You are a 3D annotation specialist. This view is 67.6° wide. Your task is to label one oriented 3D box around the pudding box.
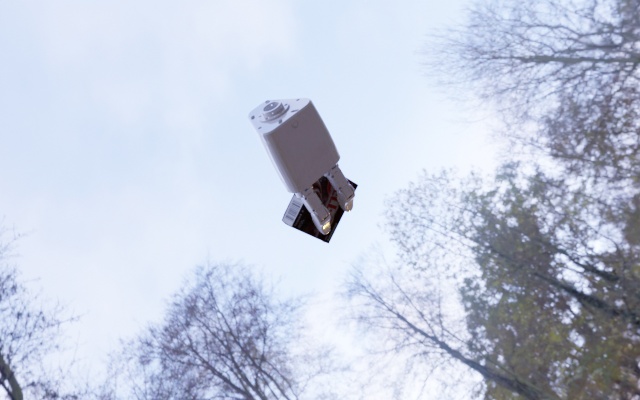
[{"bbox_3d":[0.000,0.002,0.771,0.090,0.113,0.039,28,0,-41],"label":"pudding box"}]
